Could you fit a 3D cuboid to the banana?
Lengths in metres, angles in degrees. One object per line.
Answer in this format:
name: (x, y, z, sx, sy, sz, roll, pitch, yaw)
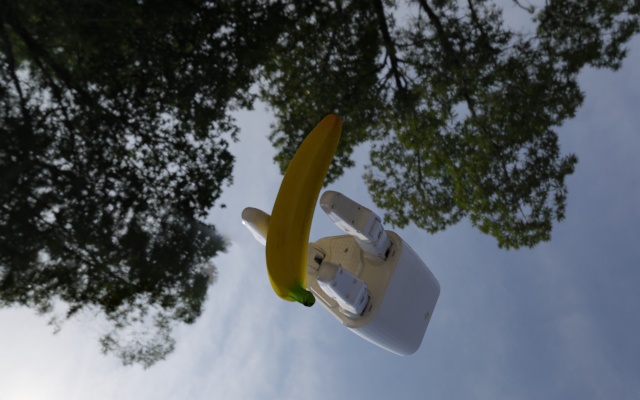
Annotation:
banana: (-0.015, 0.010, 0.423, 0.069, 0.197, 0.037, -21, -43, 34)
